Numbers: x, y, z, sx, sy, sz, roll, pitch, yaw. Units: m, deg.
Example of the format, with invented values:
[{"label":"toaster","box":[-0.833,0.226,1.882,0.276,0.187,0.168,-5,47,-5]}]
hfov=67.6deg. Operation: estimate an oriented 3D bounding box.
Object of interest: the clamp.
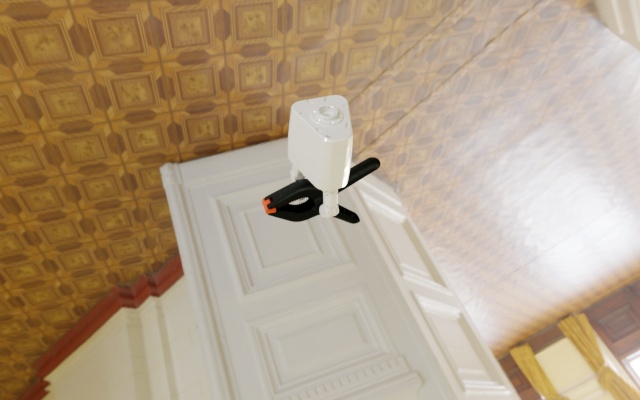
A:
[{"label":"clamp","box":[0.000,0.003,0.859,0.210,0.036,0.165,-13,-40,-16]}]
